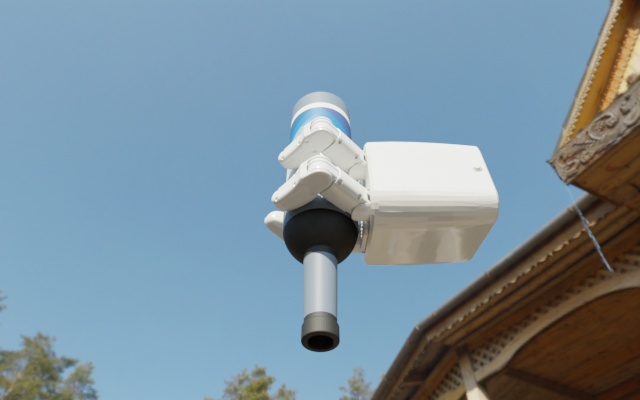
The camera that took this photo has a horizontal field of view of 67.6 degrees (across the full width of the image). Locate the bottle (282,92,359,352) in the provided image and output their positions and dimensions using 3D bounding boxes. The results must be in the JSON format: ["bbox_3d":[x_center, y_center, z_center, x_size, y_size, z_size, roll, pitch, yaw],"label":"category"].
[{"bbox_3d":[0.000,0.001,0.443,0.069,0.069,0.295,0,42,0],"label":"bottle"}]
